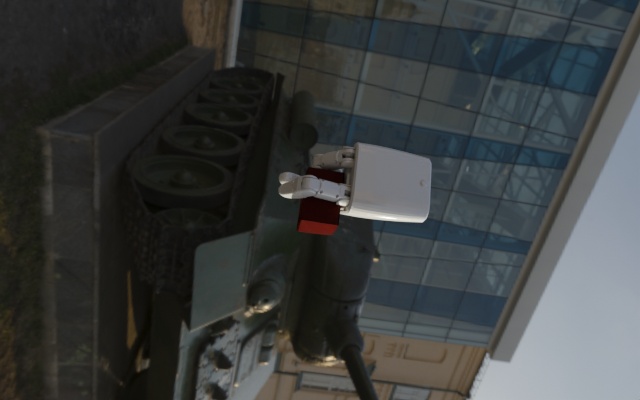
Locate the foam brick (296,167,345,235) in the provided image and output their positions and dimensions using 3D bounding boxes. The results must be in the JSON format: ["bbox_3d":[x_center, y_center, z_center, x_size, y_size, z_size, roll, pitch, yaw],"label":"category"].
[{"bbox_3d":[0.000,0.002,0.648,0.051,0.078,0.053,10,-20,-6],"label":"foam brick"}]
